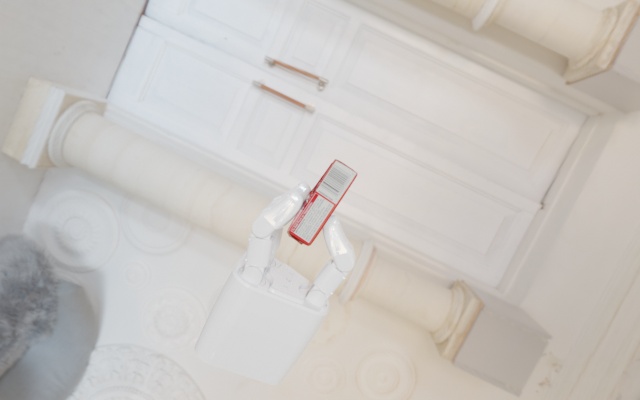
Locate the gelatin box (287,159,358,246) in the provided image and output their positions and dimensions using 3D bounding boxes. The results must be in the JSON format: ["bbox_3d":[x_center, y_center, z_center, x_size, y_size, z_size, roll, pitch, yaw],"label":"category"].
[{"bbox_3d":[0.001,0.002,0.498,0.030,0.089,0.073,34,1,-2],"label":"gelatin box"}]
